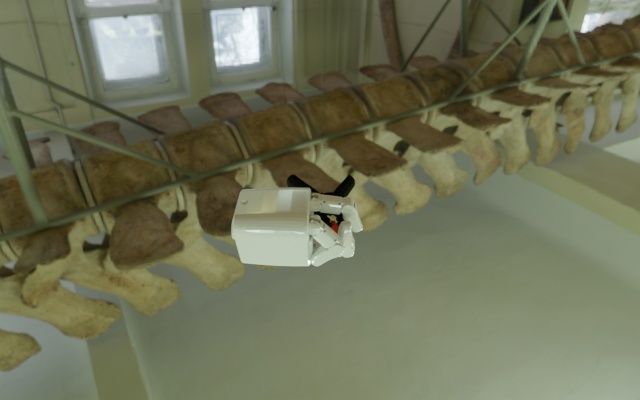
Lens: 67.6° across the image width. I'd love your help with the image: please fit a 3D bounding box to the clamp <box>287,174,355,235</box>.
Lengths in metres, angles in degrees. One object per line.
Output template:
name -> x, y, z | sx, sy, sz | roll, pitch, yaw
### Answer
clamp -> 0.000, 0.003, 0.789 | 0.120, 0.039, 0.171 | 0, 31, 1
